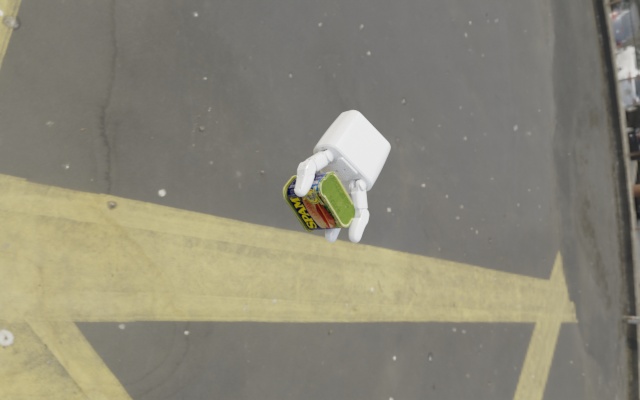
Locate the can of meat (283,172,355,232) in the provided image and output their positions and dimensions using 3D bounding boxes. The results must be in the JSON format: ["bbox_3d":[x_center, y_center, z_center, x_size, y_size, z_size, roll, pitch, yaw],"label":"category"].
[{"bbox_3d":[0.000,0.003,0.799,0.084,0.102,0.057,-7,36,42],"label":"can of meat"}]
